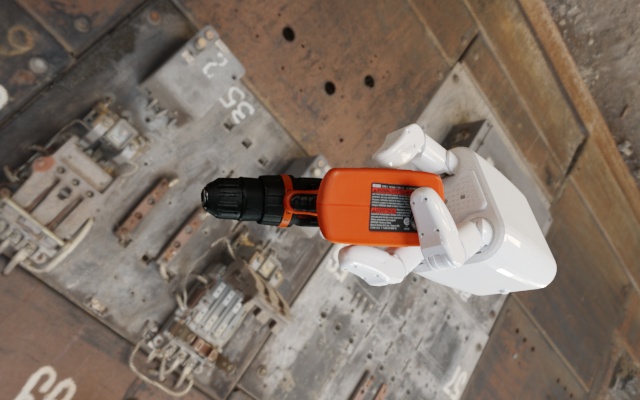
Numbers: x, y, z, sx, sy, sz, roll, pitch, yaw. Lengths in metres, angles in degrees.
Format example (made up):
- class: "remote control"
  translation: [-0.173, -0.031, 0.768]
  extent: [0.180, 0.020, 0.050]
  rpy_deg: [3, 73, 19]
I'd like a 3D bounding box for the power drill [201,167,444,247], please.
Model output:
- class: "power drill"
  translation: [0.000, 0.001, 0.417]
  extent: [0.184, 0.057, 0.187]
  rpy_deg: [1, 2, -23]
